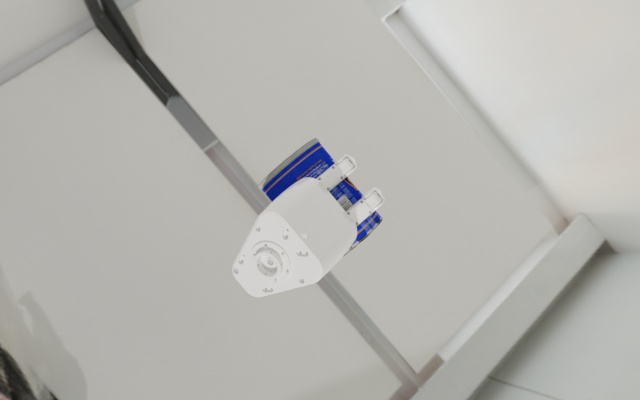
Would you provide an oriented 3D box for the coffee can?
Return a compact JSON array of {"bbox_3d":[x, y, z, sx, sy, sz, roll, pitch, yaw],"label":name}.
[{"bbox_3d":[0.000,0.002,0.643,0.103,0.140,0.103,-40,1,1],"label":"coffee can"}]
